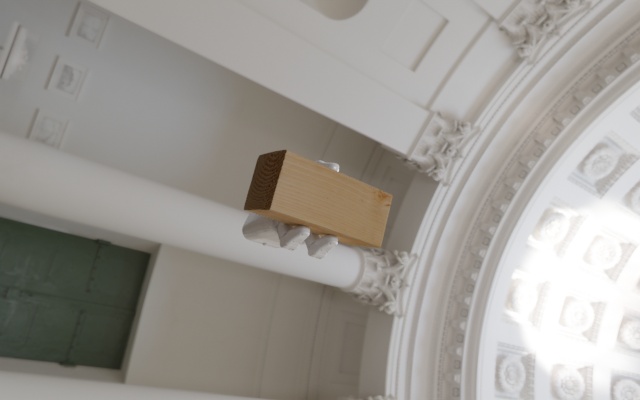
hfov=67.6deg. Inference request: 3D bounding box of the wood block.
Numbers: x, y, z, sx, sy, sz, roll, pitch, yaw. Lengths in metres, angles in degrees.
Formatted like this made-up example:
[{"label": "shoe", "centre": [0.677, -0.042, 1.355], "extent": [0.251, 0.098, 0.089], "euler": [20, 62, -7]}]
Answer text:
[{"label": "wood block", "centre": [0.000, 0.002, 0.742], "extent": [0.206, 0.091, 0.090], "euler": [20, -12, -32]}]
